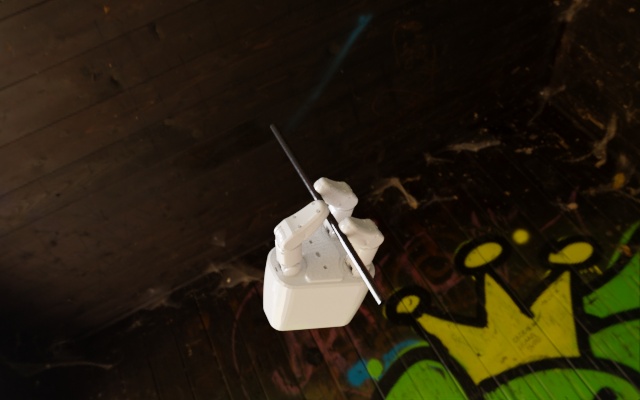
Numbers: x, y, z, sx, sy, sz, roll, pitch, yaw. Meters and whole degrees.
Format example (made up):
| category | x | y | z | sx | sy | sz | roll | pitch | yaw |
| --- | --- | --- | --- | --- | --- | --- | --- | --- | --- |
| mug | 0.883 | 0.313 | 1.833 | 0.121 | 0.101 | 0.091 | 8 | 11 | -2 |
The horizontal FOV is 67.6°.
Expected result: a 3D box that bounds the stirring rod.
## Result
| category | x | y | z | sx | sy | sz | roll | pitch | yaw |
| --- | --- | --- | --- | --- | --- | --- | --- | --- | --- |
| stirring rod | 0.000 | 0.002 | 0.472 | 0.011 | 0.239 | 0.011 | -21 | -35 | -16 |
